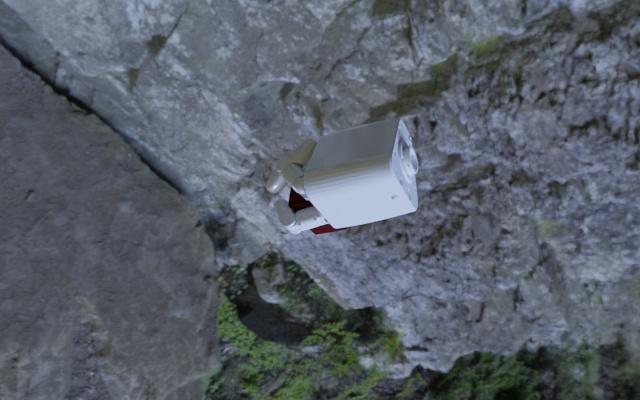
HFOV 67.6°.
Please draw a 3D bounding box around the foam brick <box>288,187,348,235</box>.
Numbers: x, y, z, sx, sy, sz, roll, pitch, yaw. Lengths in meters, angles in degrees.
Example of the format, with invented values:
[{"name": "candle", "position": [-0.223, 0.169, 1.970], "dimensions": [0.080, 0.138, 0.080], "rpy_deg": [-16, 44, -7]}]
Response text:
[{"name": "foam brick", "position": [0.000, 0.002, 0.636], "dimensions": [0.051, 0.053, 0.078], "rpy_deg": [-12, -39, 25]}]
